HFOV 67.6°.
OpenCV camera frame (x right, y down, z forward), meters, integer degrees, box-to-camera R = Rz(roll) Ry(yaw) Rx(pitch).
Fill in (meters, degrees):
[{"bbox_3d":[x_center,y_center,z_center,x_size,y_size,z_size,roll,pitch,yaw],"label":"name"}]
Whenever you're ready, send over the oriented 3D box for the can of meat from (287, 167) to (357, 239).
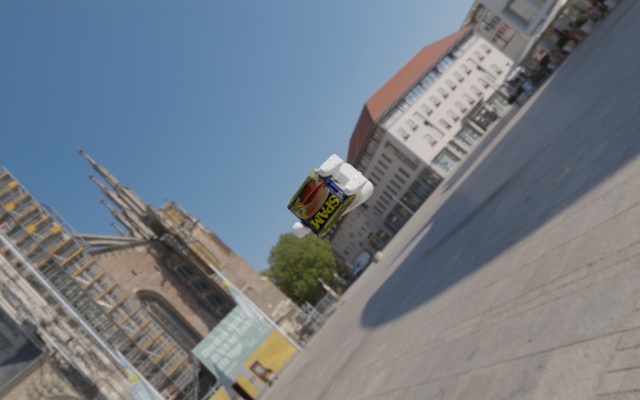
[{"bbox_3d":[0.000,0.003,0.860,0.084,0.102,0.057,42,20,10],"label":"can of meat"}]
